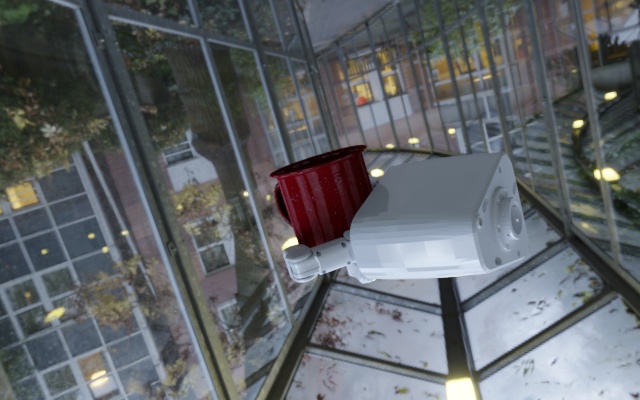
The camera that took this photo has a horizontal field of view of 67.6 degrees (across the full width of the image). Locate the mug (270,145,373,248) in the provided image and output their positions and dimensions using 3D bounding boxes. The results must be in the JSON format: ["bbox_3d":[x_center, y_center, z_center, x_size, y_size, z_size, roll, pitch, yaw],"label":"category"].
[{"bbox_3d":[-0.001,0.002,0.455,0.117,0.081,0.093,-8,14,41],"label":"mug"}]
